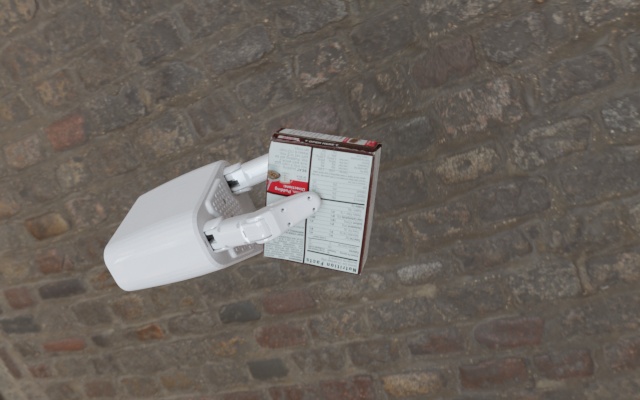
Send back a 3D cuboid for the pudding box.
[{"bbox_3d":[0.000,0.001,0.406,0.090,0.113,0.039,9,23,10],"label":"pudding box"}]
